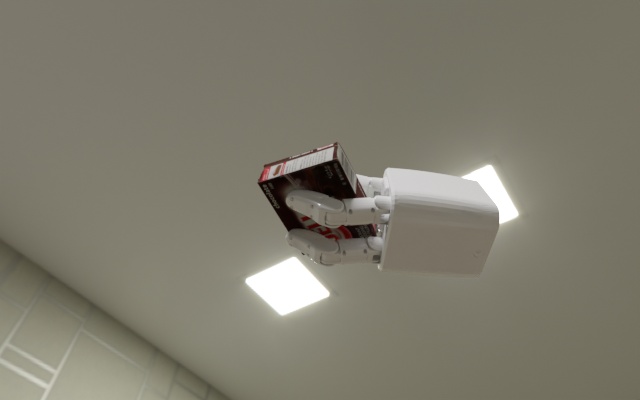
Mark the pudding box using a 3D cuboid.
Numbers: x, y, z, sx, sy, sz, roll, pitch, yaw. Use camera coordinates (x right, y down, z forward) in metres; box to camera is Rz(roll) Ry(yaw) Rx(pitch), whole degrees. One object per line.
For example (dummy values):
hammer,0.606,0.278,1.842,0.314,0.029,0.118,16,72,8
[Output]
pudding box,0.000,0.002,0.507,0.090,0.113,0.039,-16,33,19
